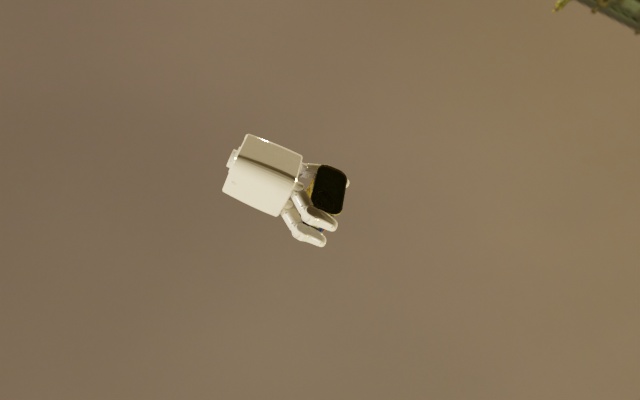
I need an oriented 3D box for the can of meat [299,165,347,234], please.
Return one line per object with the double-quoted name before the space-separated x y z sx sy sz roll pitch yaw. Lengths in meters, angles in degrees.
"can of meat" 0.000 0.003 0.840 0.057 0.102 0.084 21 -40 -12
